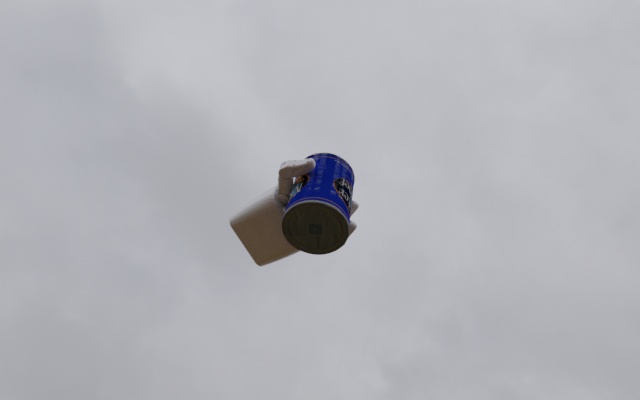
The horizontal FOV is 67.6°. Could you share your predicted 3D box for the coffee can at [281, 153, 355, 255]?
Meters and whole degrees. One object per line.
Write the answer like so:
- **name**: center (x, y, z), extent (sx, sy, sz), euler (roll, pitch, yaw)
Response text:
- **coffee can**: center (0.000, 0.002, 0.768), extent (0.103, 0.103, 0.140), euler (0, 37, 9)
